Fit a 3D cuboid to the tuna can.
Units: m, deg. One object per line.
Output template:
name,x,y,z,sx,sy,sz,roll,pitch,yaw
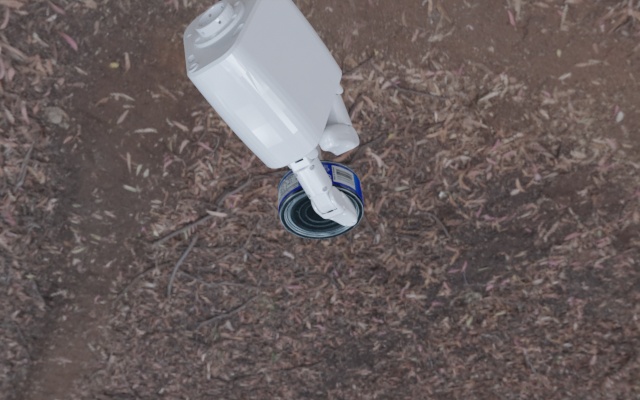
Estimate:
tuna can,0.000,0.002,0.476,0.086,0.033,0.086,-3,-41,-3
